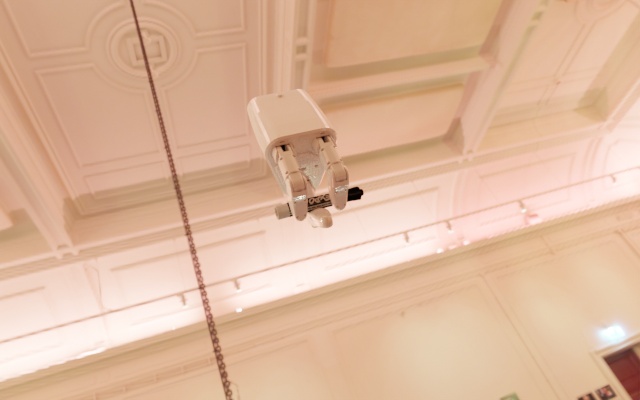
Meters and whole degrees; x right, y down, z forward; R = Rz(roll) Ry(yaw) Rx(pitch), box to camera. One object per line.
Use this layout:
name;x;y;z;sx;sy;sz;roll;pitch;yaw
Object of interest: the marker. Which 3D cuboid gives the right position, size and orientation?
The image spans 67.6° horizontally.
marker;0.000;0.002;0.622;0.121;0.020;0.020;-14;4;-17
